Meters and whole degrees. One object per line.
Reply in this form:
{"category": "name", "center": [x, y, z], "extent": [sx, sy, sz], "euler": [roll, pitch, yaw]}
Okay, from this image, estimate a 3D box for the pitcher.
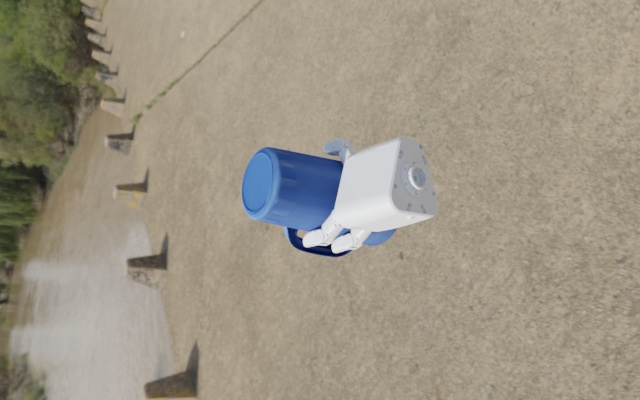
{"category": "pitcher", "center": [0.000, 0.002, 0.755], "extent": [0.243, 0.149, 0.145], "euler": [11, -18, -36]}
